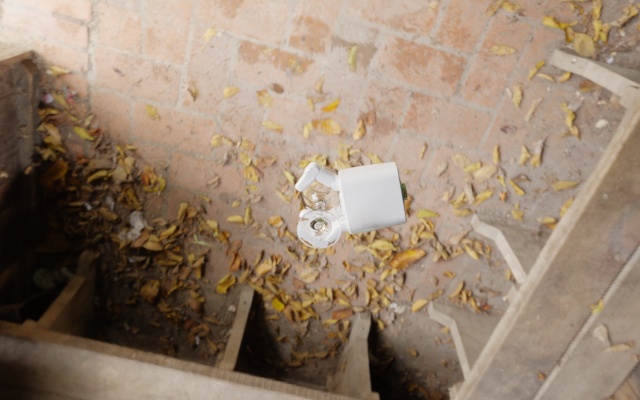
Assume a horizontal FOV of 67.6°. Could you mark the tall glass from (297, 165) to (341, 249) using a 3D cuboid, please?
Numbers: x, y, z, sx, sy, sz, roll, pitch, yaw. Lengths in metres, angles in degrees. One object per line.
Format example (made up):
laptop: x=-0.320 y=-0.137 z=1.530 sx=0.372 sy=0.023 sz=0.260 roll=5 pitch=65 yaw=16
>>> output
tall glass: x=0.000 y=0.003 z=0.878 sx=0.079 sy=0.079 sz=0.201 roll=0 pitch=27 yaw=1
